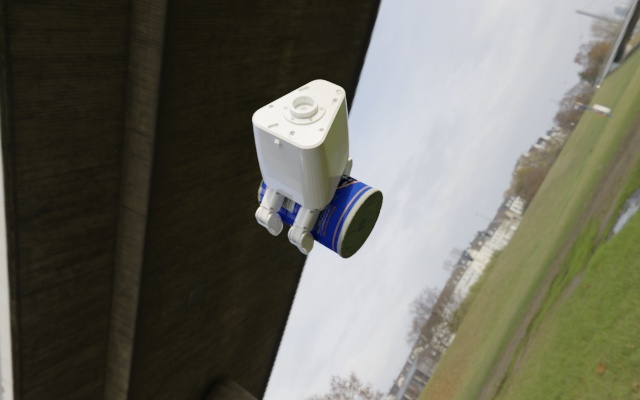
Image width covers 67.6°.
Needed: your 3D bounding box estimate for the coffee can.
[{"bbox_3d":[0.000,0.002,0.658,0.140,0.103,0.103,28,12,23],"label":"coffee can"}]
